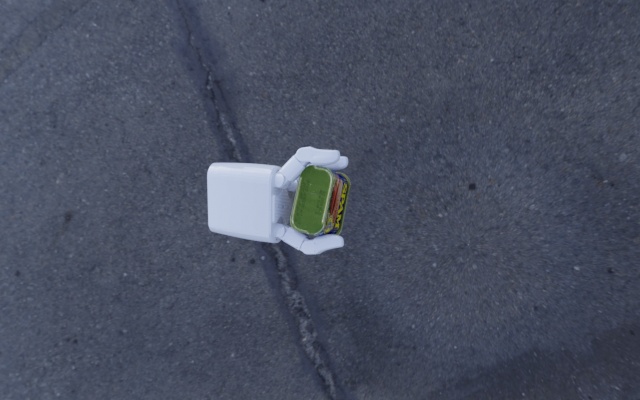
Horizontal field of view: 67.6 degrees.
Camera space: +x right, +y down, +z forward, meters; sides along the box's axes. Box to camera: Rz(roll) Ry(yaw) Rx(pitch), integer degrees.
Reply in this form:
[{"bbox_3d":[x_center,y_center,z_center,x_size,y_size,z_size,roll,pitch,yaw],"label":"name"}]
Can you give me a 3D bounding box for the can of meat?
[{"bbox_3d":[0.000,0.002,0.695,0.057,0.102,0.084,11,-2,19],"label":"can of meat"}]
